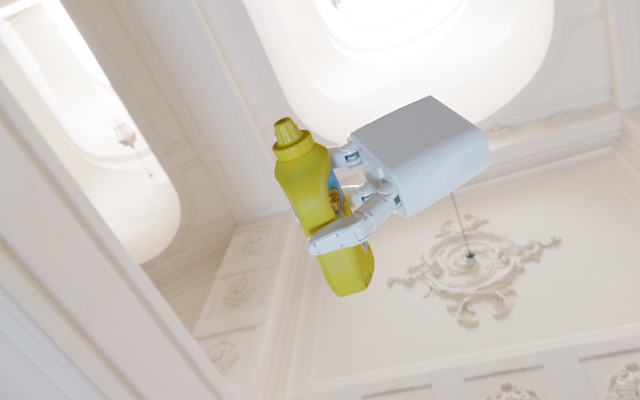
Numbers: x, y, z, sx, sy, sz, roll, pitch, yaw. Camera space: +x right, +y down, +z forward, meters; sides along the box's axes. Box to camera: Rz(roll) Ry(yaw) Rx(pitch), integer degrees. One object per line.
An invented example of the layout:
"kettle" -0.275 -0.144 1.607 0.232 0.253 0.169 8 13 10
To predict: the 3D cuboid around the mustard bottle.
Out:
"mustard bottle" 0.000 0.002 0.495 0.058 0.192 0.096 -18 29 13
